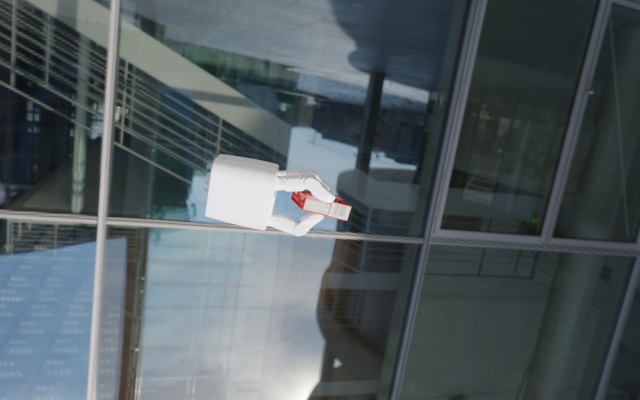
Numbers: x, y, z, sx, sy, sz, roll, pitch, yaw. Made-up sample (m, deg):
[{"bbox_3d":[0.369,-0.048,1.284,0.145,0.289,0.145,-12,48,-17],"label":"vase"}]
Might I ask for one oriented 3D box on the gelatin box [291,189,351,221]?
[{"bbox_3d":[0.000,0.003,0.837,0.089,0.030,0.073,14,11,-20],"label":"gelatin box"}]
